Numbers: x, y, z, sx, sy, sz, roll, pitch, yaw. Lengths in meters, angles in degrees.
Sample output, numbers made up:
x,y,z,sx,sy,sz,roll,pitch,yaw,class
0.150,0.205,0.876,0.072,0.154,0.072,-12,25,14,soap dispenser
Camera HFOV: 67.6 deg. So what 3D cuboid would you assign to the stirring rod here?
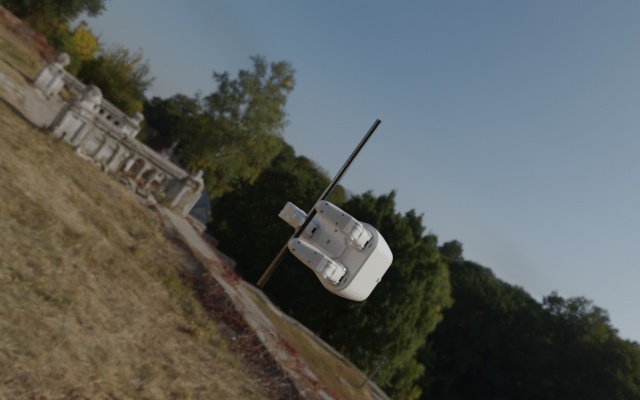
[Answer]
x,y,z,sx,sy,sz,roll,pitch,yaw,class
0.000,0.002,0.561,0.011,0.239,0.011,36,-4,3,stirring rod
